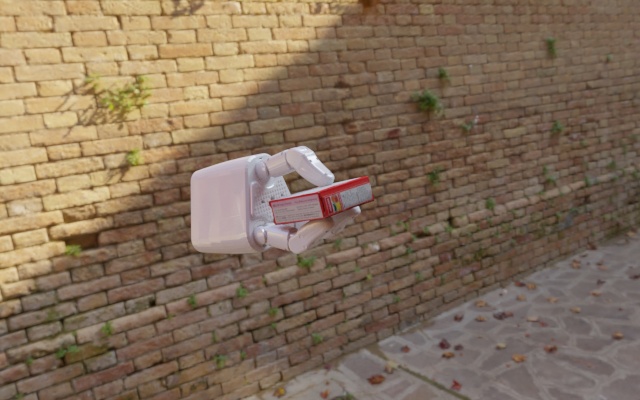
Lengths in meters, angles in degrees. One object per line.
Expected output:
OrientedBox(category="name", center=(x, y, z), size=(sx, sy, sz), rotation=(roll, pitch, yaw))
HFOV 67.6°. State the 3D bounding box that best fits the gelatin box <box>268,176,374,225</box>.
OrientedBox(category="gelatin box", center=(0.000, 0.001, 0.507), size=(0.073, 0.030, 0.089), rotation=(-18, 4, -40))
